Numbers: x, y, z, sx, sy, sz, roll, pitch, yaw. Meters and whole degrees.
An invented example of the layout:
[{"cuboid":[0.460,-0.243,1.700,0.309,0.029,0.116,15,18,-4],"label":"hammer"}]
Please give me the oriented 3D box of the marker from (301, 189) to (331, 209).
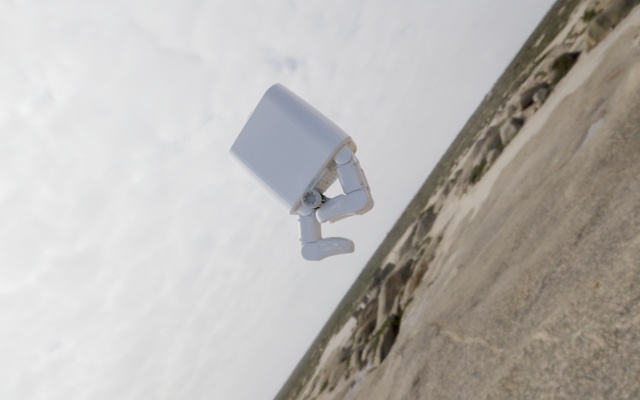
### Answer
[{"cuboid":[0.000,0.002,0.538,0.020,0.020,0.121,0,-4,10],"label":"marker"}]
